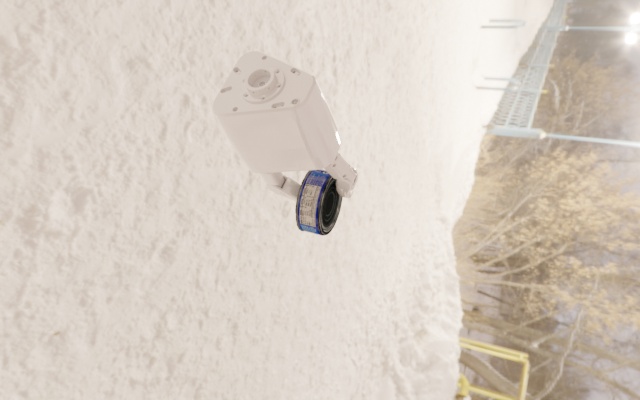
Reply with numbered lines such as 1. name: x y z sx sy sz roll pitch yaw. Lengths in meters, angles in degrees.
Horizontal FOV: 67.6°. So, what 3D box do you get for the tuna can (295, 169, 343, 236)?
1. tuna can: 0.001 0.002 0.624 0.034 0.086 0.086 12 4 19
